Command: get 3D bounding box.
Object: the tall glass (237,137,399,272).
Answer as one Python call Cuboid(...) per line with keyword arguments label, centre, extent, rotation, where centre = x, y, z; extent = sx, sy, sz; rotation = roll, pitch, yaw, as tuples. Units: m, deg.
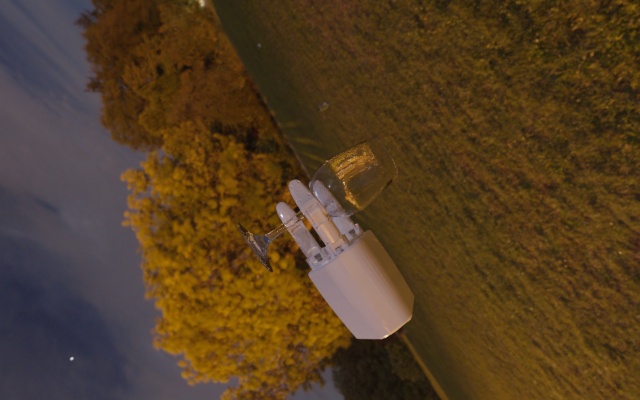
Cuboid(label="tall glass", centre=(-0.001, 0.002, 0.597), extent=(0.201, 0.079, 0.079), rotation=(-35, 3, -4))
